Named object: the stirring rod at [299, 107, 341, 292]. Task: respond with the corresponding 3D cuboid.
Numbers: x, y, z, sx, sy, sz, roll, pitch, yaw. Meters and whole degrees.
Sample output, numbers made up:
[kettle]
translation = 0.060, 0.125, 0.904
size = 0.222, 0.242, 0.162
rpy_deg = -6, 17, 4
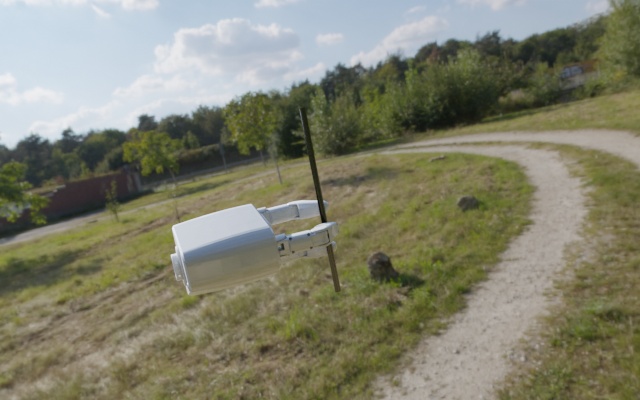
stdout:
[stirring rod]
translation = 0.000, 0.002, 0.610
size = 0.011, 0.239, 0.011
rpy_deg = -11, 8, 1
